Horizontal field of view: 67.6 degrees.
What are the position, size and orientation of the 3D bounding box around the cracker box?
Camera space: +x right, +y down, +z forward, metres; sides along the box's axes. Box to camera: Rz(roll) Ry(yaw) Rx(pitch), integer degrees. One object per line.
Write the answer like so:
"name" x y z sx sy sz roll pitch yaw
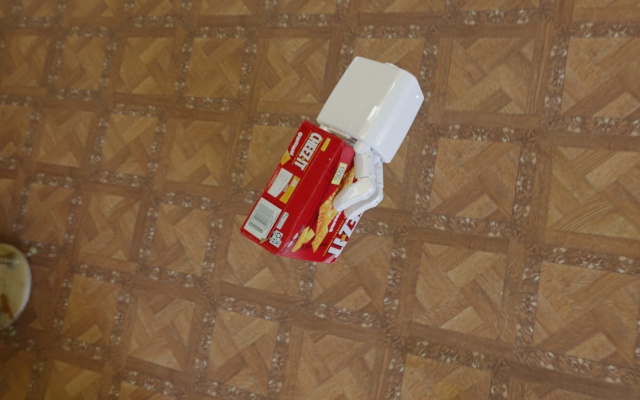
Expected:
"cracker box" 0.000 0.002 0.673 0.072 0.164 0.214 31 1 23
